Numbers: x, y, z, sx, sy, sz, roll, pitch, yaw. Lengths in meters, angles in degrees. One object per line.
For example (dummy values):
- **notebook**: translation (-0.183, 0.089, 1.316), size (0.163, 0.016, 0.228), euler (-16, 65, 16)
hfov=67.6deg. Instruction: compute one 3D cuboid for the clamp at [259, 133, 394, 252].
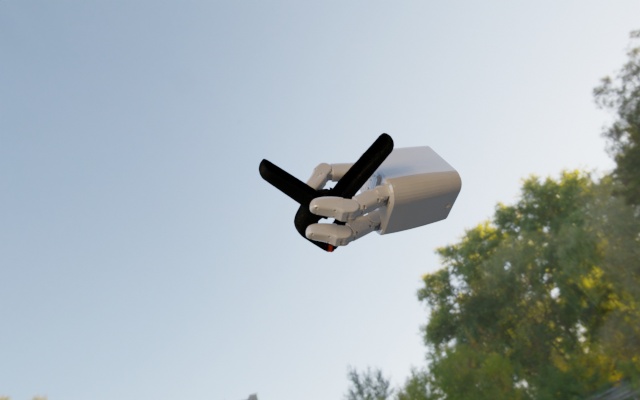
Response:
- **clamp**: translation (0.000, 0.002, 0.628), size (0.164, 0.036, 0.210), euler (-8, -39, -14)
